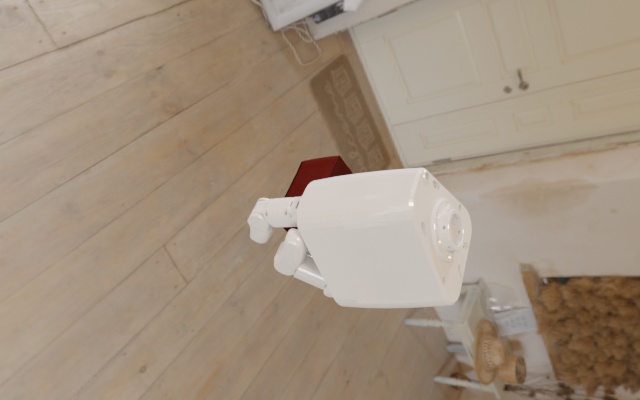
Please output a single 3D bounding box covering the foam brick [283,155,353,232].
[{"bbox_3d":[0.000,0.001,0.478,0.051,0.078,0.053,-8,-45,38],"label":"foam brick"}]
